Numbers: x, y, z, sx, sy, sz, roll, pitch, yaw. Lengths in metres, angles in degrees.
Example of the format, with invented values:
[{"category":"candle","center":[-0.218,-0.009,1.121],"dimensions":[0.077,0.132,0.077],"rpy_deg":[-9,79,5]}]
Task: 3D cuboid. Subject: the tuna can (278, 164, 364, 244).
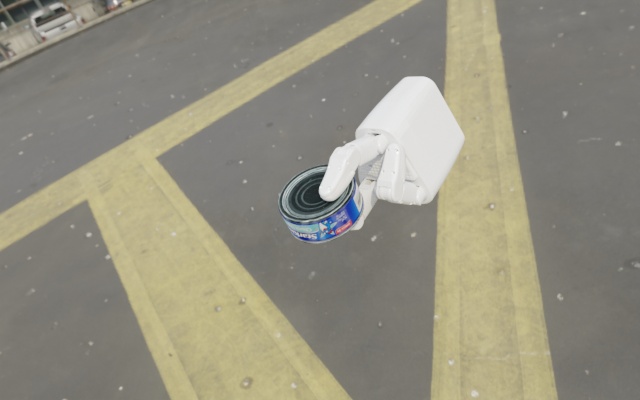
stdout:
[{"category":"tuna can","center":[0.000,0.001,0.498],"dimensions":[0.086,0.086,0.034],"rpy_deg":[0,-43,27]}]
